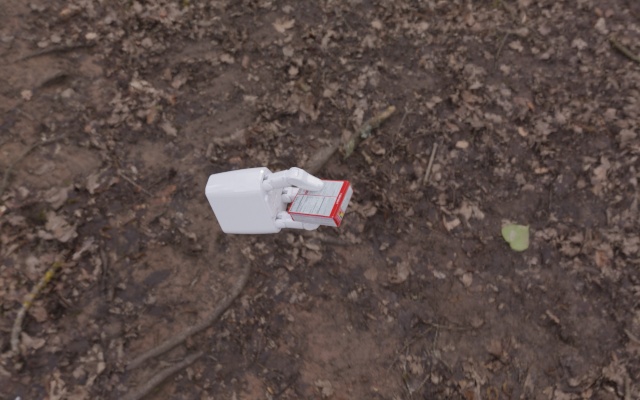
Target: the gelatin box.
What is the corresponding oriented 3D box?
[{"bbox_3d":[0.000,0.002,0.778,0.089,0.073,0.030,4,-35,31],"label":"gelatin box"}]
